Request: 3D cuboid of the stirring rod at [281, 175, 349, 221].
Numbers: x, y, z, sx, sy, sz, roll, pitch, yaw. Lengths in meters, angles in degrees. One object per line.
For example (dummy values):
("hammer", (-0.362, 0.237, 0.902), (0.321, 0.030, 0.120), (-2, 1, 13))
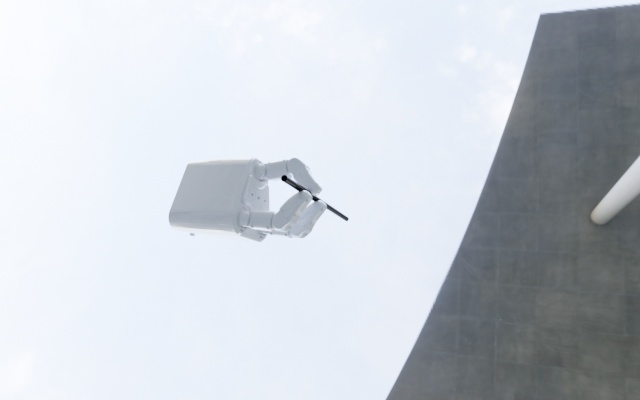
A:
("stirring rod", (0.000, 0.002, 0.652), (0.011, 0.011, 0.239), (0, -13, 21))
